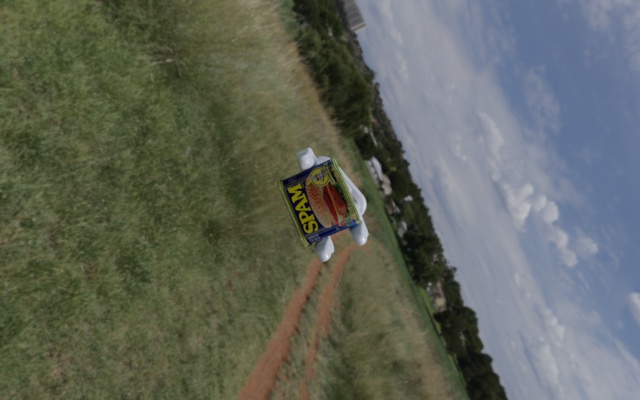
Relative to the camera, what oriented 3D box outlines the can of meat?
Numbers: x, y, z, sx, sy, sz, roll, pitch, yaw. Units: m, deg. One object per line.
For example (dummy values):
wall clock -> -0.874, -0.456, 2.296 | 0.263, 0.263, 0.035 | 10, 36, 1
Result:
can of meat -> 0.000, 0.002, 0.662 | 0.084, 0.102, 0.057 | -23, -4, 7
